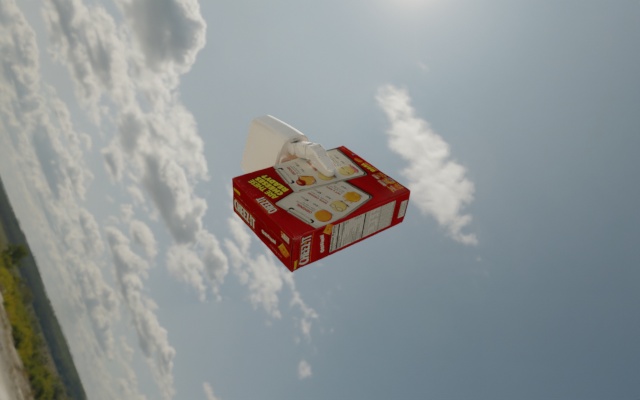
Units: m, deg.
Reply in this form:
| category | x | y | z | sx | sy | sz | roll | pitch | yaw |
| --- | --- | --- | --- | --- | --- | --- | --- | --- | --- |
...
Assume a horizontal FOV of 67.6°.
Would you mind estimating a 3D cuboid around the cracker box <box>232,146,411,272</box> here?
| category | x | y | z | sx | sy | sz | roll | pitch | yaw |
| --- | --- | --- | --- | --- | --- | --- | --- | --- | --- |
| cracker box | 0.000 | 0.002 | 0.720 | 0.213 | 0.072 | 0.164 | -21 | 43 | -31 |
